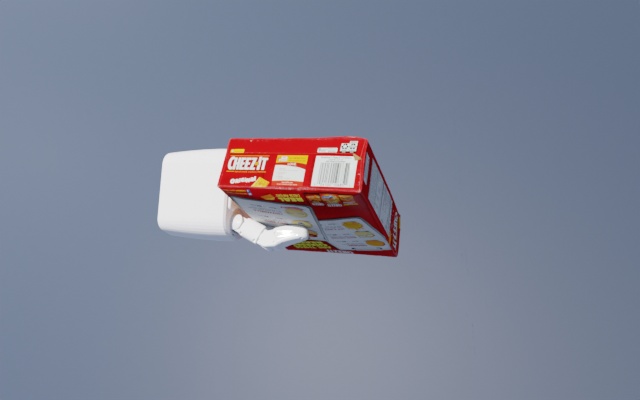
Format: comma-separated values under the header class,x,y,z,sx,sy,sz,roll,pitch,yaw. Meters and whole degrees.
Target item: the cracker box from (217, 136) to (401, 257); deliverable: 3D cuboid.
class,x,y,z,sx,sy,sz,roll,pitch,yaw
cracker box,0.000,0.002,0.588,0.164,0.072,0.214,2,-23,20
